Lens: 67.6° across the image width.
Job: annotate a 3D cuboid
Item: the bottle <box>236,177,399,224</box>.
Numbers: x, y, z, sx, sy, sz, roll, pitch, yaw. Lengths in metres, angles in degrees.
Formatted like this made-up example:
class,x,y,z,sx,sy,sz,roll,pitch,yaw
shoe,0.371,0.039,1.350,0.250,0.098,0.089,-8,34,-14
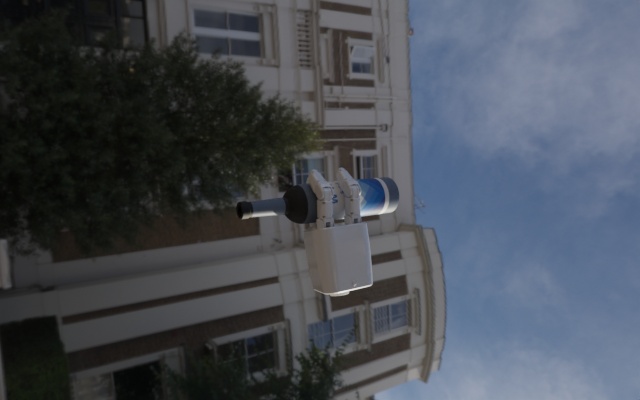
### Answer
class,x,y,z,sx,sy,sz,roll,pitch,yaw
bottle,0.000,0.003,0.811,0.295,0.069,0.069,-6,3,-31
